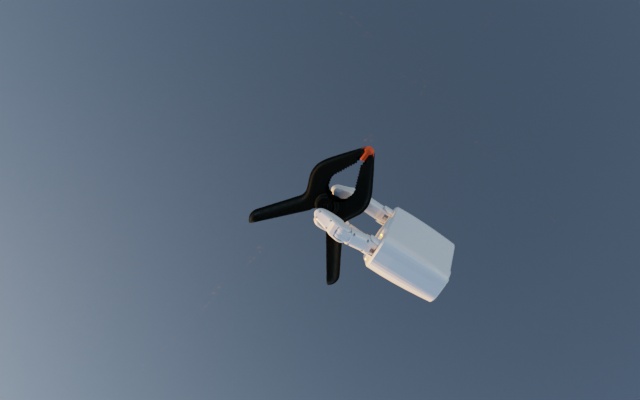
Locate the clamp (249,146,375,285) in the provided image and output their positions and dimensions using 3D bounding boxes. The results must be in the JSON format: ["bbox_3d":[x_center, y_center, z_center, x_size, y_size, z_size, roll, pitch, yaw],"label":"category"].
[{"bbox_3d":[0.000,0.002,0.692,0.164,0.210,0.036,31,19,2],"label":"clamp"}]
